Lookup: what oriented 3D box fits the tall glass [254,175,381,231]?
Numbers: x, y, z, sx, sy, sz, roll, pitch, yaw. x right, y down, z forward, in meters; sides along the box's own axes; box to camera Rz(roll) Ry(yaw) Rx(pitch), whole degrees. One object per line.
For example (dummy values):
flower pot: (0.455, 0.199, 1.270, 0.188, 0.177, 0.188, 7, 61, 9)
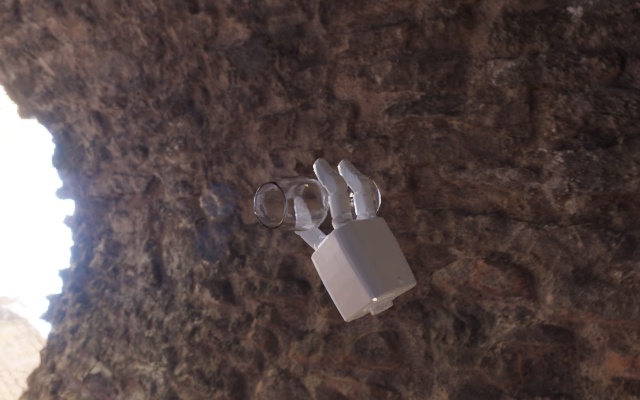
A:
tall glass: (0.000, 0.002, 0.693, 0.079, 0.079, 0.201, 0, 2, 42)
